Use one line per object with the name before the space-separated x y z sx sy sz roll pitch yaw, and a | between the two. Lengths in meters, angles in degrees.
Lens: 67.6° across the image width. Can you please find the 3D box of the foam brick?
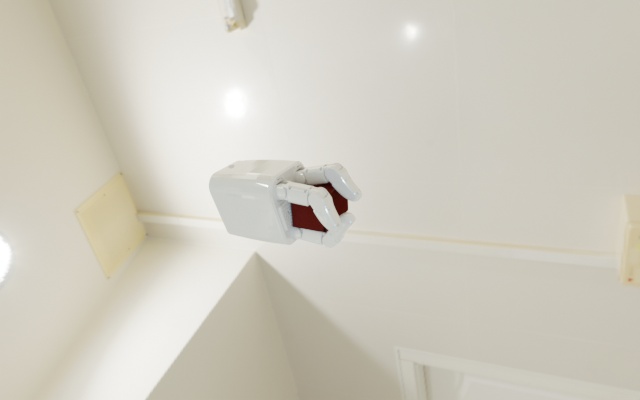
foam brick | 0.000 0.002 0.664 0.051 0.053 0.078 8 25 25
